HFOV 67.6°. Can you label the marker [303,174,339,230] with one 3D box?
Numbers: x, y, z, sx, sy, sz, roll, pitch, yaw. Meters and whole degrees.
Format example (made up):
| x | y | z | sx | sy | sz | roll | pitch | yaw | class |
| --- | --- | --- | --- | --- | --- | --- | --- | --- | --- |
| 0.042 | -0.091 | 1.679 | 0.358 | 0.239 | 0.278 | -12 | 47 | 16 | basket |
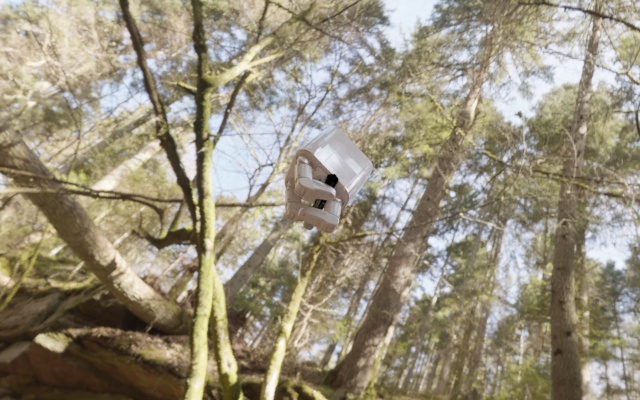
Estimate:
| x | y | z | sx | sy | sz | roll | pitch | yaw | class |
| --- | --- | --- | --- | --- | --- | --- | --- | --- | --- |
| 0.000 | 0.002 | 0.747 | 0.020 | 0.020 | 0.121 | 0 | -41 | -26 | marker |
